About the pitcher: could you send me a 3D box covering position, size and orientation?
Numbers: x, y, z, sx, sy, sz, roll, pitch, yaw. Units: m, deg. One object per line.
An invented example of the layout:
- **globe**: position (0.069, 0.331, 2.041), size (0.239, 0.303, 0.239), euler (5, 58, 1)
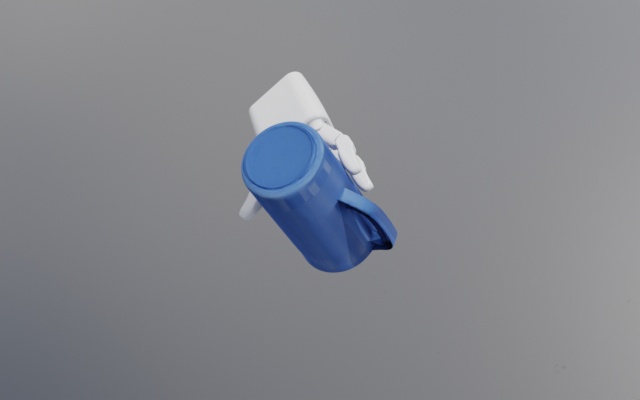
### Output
- **pitcher**: position (0.000, 0.002, 0.657), size (0.149, 0.145, 0.243), euler (-27, -33, 6)
